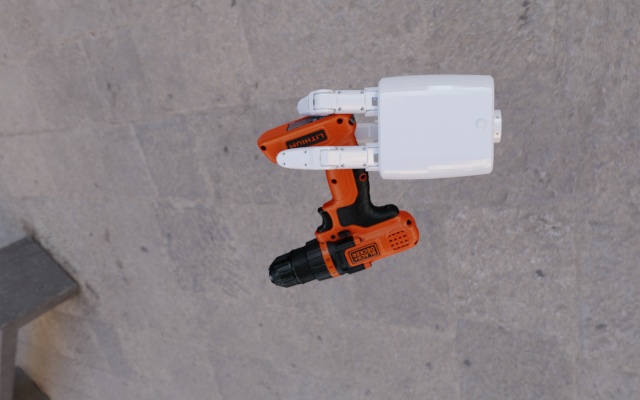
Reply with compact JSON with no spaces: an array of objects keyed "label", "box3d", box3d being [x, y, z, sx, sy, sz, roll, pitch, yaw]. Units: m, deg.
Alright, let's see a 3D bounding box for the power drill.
[{"label":"power drill","box3d":[0.000,0.001,0.537,0.184,0.188,0.057,-21,22,7]}]
